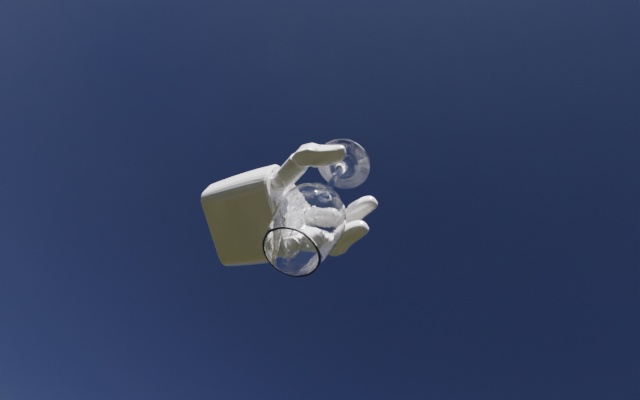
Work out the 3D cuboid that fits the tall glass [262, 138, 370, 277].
[{"bbox_3d":[0.000,0.001,0.554,0.079,0.079,0.201,0,30,20],"label":"tall glass"}]
